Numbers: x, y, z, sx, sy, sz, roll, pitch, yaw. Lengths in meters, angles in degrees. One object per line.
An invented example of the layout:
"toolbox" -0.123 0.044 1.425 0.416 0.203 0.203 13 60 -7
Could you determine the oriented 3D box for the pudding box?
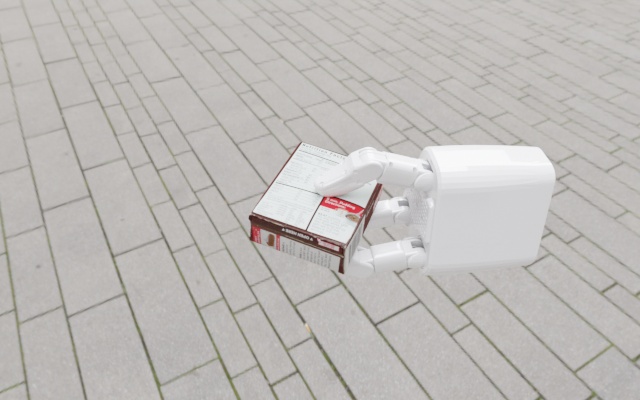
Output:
"pudding box" 0.000 0.001 0.429 0.090 0.039 0.113 18 44 13
